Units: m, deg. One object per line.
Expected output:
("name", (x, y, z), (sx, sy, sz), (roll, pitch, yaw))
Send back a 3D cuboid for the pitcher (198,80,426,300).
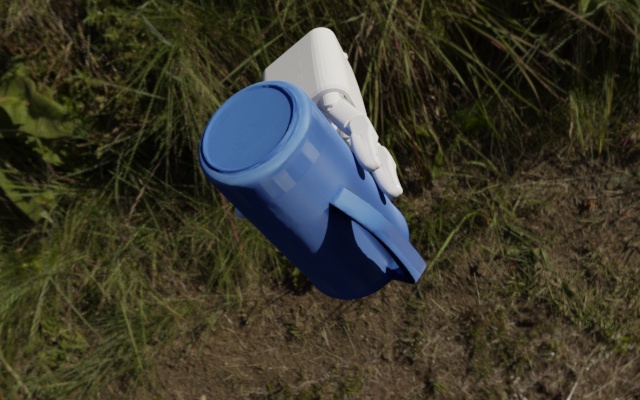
("pitcher", (0.000, 0.001, 0.472), (0.149, 0.145, 0.243), (-19, -36, 18))
